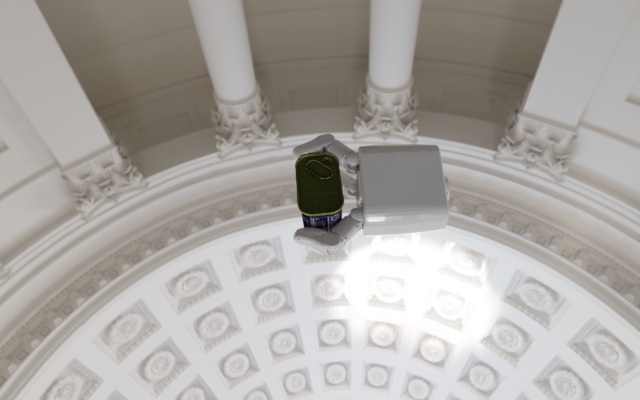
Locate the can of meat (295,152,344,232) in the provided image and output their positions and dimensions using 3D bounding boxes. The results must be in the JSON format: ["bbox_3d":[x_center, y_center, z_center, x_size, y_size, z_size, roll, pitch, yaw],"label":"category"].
[{"bbox_3d":[0.000,0.002,0.631,0.057,0.102,0.084,-6,-38,0],"label":"can of meat"}]
